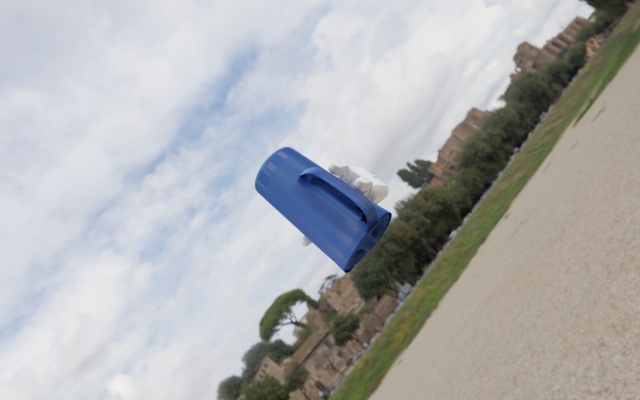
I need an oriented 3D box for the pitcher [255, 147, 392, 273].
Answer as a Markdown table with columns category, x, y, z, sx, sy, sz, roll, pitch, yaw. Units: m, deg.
| category | x | y | z | sx | sy | sz | roll | pitch | yaw |
| --- | --- | --- | --- | --- | --- | --- | --- | --- | --- |
| pitcher | 0.000 | 0.003 | 0.863 | 0.243 | 0.149 | 0.145 | 38 | 20 | 17 |
